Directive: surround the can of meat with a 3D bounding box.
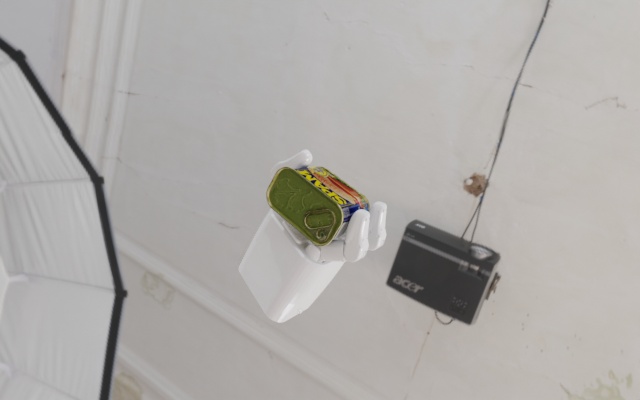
[{"bbox_3d":[0.000,0.002,0.578,0.102,0.057,0.084,38,23,20],"label":"can of meat"}]
